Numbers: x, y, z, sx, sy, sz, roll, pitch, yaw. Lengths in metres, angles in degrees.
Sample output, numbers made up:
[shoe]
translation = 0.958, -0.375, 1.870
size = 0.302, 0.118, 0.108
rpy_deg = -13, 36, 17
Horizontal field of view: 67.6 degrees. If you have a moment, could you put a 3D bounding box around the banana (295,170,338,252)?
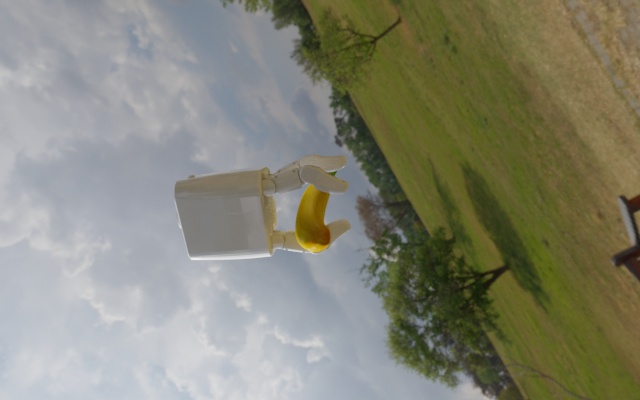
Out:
[banana]
translation = -0.007, 0.015, 0.587
size = 0.037, 0.070, 0.197
rpy_deg = 22, 29, -8
